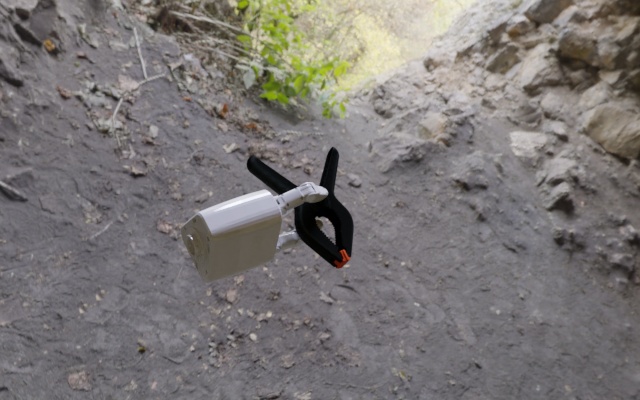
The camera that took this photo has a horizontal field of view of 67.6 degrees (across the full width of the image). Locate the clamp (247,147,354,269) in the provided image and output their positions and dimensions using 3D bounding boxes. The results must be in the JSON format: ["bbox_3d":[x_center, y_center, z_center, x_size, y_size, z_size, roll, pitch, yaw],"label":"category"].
[{"bbox_3d":[0.000,0.002,0.737,0.164,0.210,0.036,-19,-22,-34],"label":"clamp"}]
